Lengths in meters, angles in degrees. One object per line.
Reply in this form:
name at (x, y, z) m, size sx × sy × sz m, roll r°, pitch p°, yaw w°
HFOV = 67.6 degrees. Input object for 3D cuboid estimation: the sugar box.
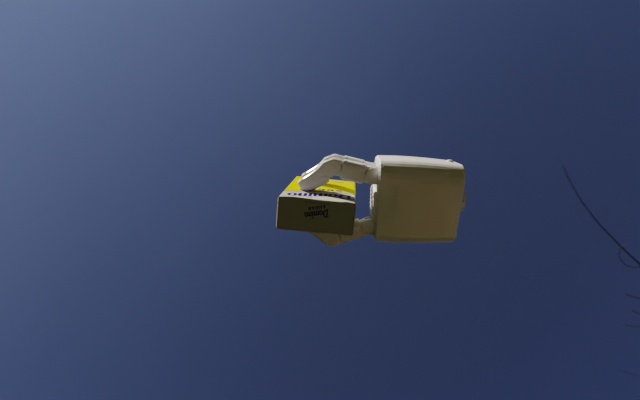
sugar box at (0.000, 0.002, 0.636) m, size 0.093 × 0.048 × 0.176 m, roll 5°, pitch 8°, yaw 2°
